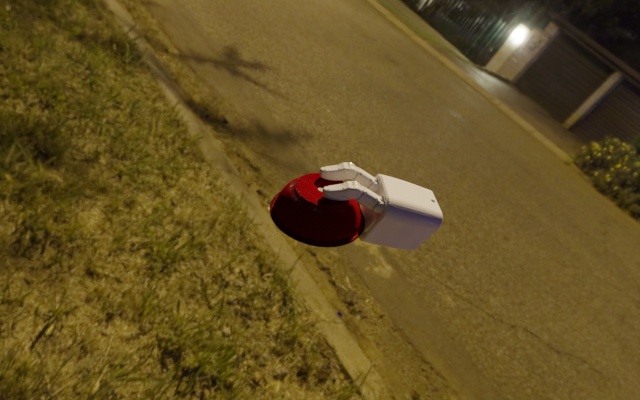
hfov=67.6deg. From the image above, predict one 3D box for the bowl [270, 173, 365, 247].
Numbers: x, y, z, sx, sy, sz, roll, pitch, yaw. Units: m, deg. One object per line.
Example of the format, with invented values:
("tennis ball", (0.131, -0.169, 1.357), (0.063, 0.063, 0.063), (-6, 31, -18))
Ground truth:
("bowl", (-0.001, 0.002, 0.777), (0.162, 0.055, 0.162), (8, 36, -6))
